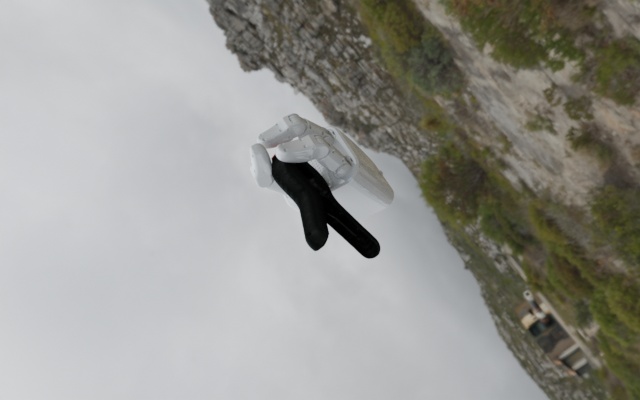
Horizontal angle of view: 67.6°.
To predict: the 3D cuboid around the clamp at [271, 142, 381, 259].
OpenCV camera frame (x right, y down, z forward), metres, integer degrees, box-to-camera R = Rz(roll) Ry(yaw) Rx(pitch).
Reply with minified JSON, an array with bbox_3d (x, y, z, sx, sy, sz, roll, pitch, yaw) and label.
[{"bbox_3d":[0.000,0.002,0.545,0.039,0.171,0.120,-42,-40,16],"label":"clamp"}]
